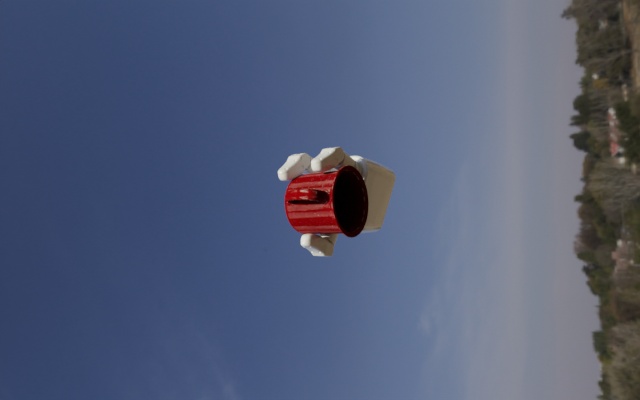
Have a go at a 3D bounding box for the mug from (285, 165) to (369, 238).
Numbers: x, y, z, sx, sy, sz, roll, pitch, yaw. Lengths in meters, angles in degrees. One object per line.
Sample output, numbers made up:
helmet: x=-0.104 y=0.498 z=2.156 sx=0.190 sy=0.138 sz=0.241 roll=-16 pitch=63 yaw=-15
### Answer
mug: x=-0.001 y=0.002 z=0.624 sx=0.081 sy=0.093 sz=0.117 roll=-4 pitch=-8 yaw=34
